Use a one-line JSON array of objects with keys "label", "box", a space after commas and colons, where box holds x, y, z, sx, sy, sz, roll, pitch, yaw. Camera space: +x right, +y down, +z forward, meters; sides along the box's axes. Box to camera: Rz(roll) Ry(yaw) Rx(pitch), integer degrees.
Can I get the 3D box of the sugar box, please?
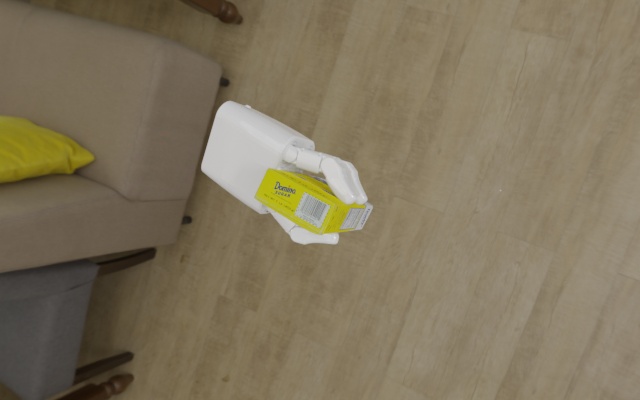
[{"label": "sugar box", "box": [0.000, 0.001, 0.604, 0.093, 0.048, 0.176, 29, 11, 17]}]
